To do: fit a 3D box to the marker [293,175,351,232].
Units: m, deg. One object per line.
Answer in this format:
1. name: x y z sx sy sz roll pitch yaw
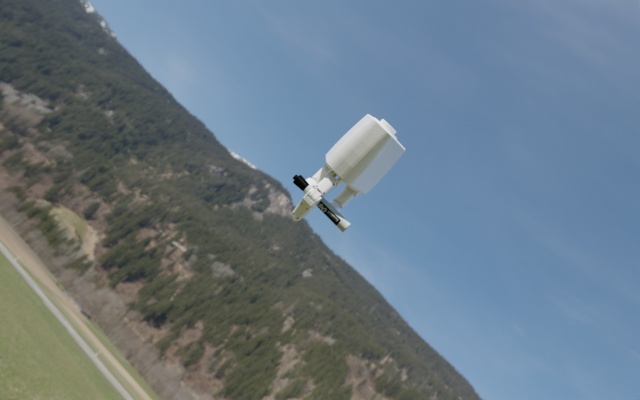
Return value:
1. marker: 0.000 0.003 0.774 0.020 0.121 0.020 -44 -7 -7
